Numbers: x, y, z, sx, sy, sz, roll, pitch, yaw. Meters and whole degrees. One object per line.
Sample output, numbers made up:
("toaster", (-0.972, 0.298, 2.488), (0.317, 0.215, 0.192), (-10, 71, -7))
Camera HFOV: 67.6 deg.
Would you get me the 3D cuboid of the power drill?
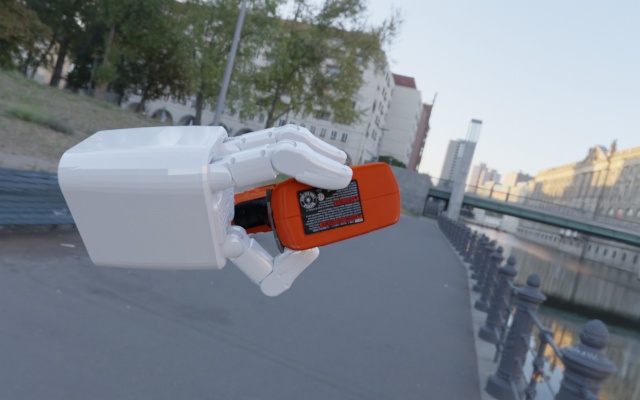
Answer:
("power drill", (0.000, 0.002, 0.458), (0.184, 0.057, 0.187), (-15, 3, -19))
